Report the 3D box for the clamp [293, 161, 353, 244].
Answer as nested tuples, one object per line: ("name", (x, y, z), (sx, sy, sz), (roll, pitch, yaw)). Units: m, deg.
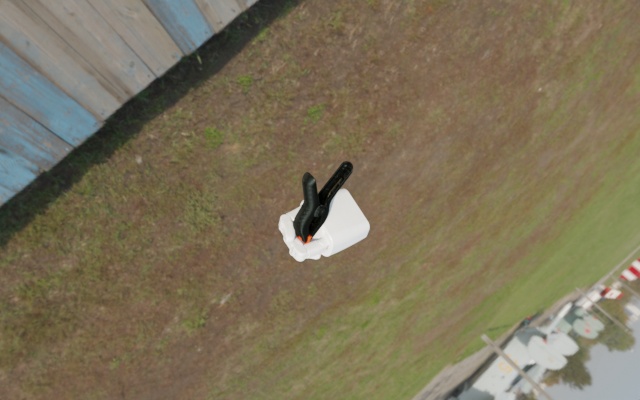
("clamp", (0.000, 0.003, 0.854), (0.120, 0.172, 0.039), (-21, 54, -36))
